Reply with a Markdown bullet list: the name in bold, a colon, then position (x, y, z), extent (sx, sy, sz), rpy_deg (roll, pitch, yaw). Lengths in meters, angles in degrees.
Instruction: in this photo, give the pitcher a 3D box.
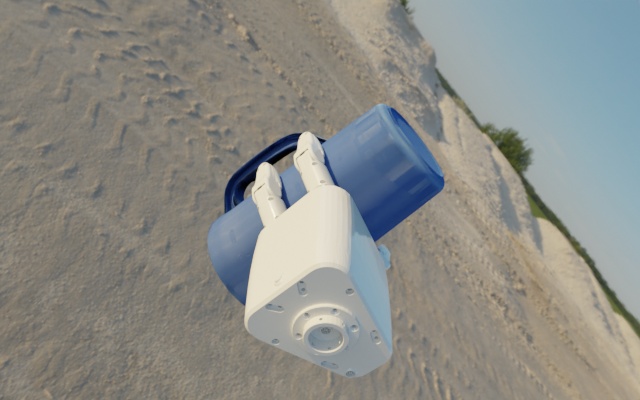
- **pitcher**: position (0.000, 0.002, 0.518), extent (0.243, 0.149, 0.145), rpy_deg (-37, 20, 20)
